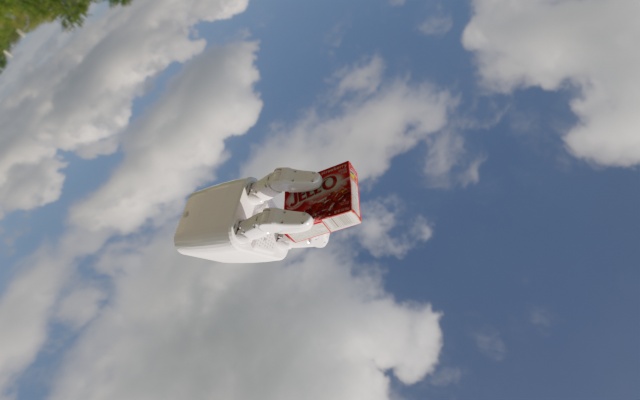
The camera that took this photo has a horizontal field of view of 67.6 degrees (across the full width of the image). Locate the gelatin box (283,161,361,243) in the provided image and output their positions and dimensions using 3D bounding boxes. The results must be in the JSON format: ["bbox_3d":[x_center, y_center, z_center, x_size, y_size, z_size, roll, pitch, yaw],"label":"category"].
[{"bbox_3d":[0.001,0.002,0.551,0.089,0.073,0.030,-18,-41,21],"label":"gelatin box"}]
